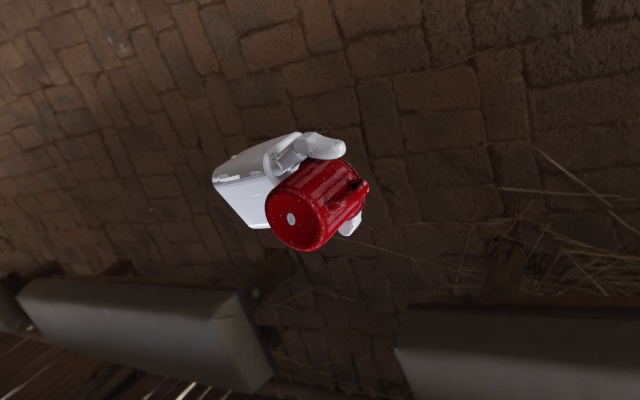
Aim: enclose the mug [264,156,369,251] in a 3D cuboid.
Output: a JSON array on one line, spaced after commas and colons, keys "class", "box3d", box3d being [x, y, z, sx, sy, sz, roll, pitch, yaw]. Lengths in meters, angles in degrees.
[{"class": "mug", "box3d": [0.001, 0.002, 0.529, 0.117, 0.093, 0.081, -10, 22, 39]}]
